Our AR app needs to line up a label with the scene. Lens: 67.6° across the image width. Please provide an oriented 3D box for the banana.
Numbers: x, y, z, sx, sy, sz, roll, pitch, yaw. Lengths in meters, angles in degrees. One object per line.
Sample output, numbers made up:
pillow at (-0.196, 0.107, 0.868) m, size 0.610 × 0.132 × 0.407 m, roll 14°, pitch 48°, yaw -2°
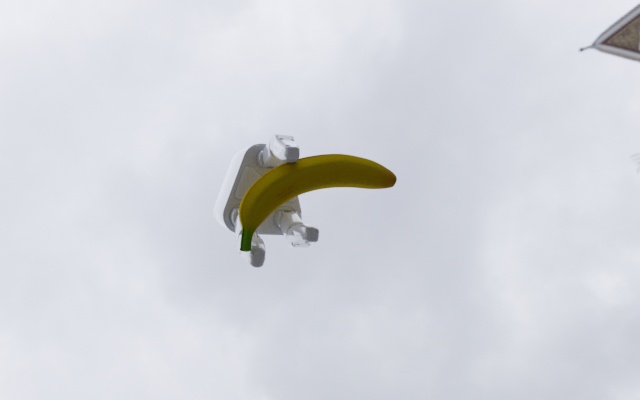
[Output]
banana at (-0.009, -0.014, 0.517) m, size 0.198 × 0.069 × 0.037 m, roll -23°, pitch 8°, yaw -20°
